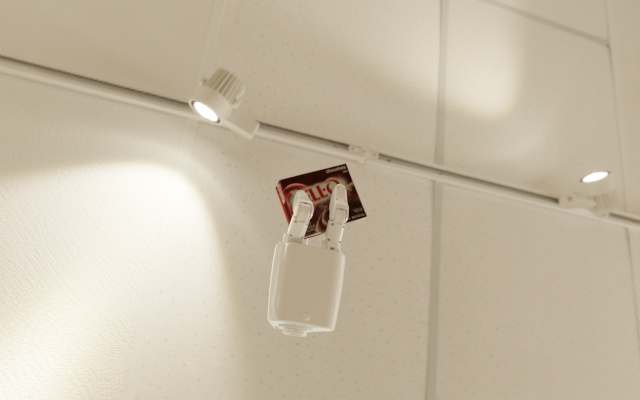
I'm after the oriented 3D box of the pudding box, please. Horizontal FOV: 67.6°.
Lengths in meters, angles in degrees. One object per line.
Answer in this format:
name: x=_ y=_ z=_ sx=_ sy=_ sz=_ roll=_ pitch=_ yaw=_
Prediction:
pudding box: x=0.000 y=0.002 z=0.708 sx=0.113 sy=0.090 sz=0.039 roll=-15 pitch=-13 yaw=-23
